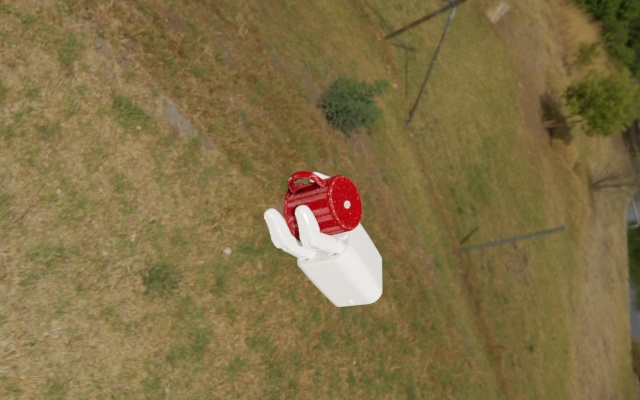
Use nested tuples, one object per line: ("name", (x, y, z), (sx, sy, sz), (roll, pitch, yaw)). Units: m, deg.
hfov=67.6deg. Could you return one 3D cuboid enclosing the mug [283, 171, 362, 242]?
("mug", (0.000, 0.001, 0.685), (0.081, 0.117, 0.093), (-15, 34, 36))
